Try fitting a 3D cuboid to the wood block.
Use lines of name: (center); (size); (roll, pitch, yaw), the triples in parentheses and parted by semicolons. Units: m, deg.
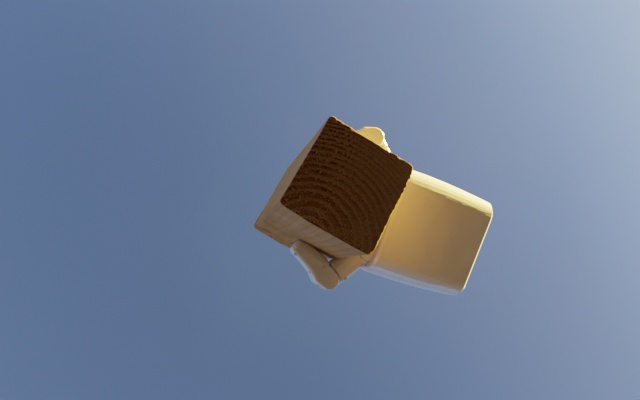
wood block: (0.000, 0.002, 0.496); (0.090, 0.091, 0.206); (30, -15, -8)
